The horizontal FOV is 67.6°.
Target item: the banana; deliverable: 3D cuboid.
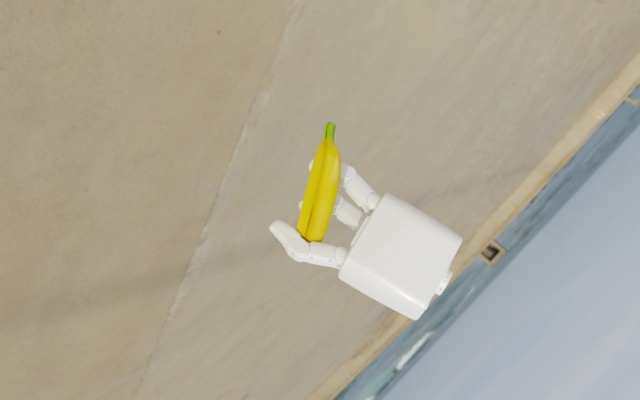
[{"bbox_3d":[-0.003,0.009,0.576,0.037,0.198,0.069,17,35,3],"label":"banana"}]
